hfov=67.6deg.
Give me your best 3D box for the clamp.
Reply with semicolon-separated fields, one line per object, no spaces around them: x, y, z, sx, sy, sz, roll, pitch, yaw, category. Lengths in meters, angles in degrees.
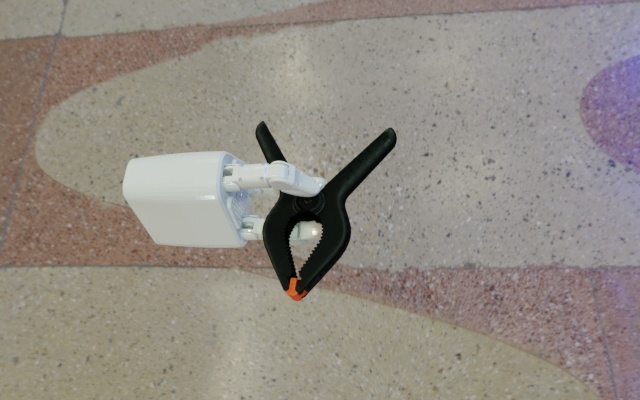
0.000;0.002;0.513;0.164;0.210;0.036;-2;-24;11;clamp
